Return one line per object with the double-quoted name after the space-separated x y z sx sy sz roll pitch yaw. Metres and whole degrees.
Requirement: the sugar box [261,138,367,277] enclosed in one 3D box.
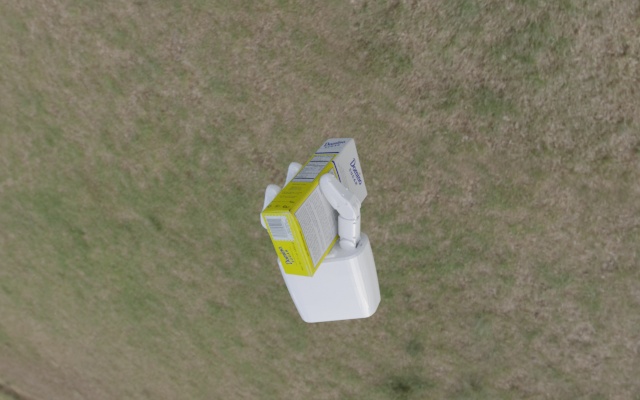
0.000 0.002 0.596 0.048 0.093 0.176 0 33 28 "sugar box"
